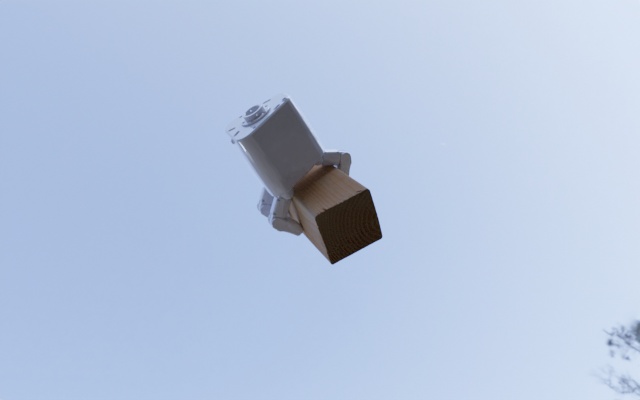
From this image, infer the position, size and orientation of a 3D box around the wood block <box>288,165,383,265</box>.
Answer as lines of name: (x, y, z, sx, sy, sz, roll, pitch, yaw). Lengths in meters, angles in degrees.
wood block: (0.000, 0.002, 0.755, 0.091, 0.090, 0.206, -27, 30, -14)
